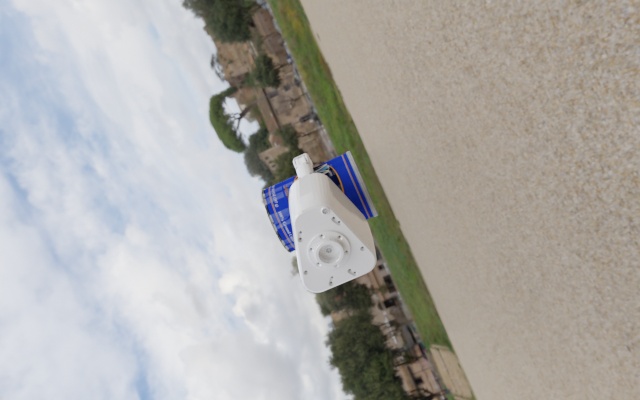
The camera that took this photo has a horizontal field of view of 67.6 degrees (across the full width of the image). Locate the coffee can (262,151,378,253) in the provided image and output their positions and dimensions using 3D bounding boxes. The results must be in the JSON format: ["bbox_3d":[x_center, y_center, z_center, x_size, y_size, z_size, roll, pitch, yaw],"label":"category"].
[{"bbox_3d":[0.000,0.002,0.698,0.140,0.103,0.103,-24,-2,5],"label":"coffee can"}]
